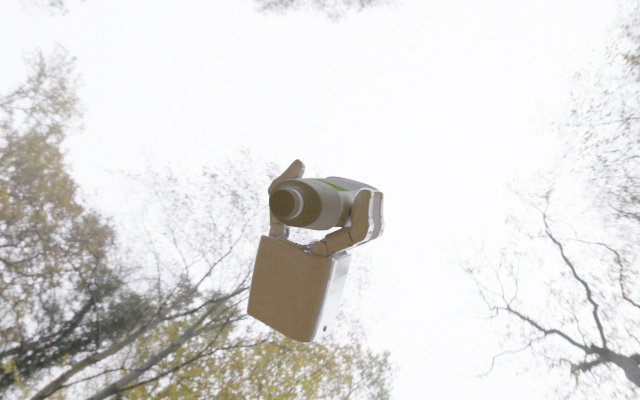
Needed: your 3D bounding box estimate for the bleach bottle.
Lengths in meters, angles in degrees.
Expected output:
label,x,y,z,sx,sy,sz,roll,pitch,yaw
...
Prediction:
label,x,y,z,sx,sy,sz,roll,pitch,yaw
bleach bottle,0.000,0.002,0.585,0.102,0.068,0.251,14,5,21
